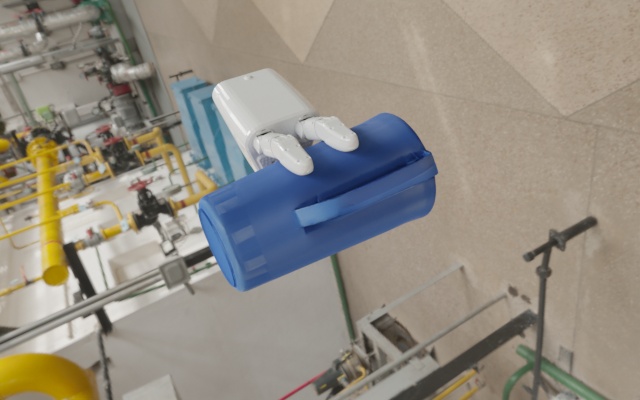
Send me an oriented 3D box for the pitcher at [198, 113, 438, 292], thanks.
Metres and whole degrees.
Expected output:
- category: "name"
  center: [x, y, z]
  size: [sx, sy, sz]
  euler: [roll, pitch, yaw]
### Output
- category: "pitcher"
  center: [0.000, 0.002, 0.521]
  size: [0.243, 0.149, 0.145]
  euler: [-24, 54, -20]
